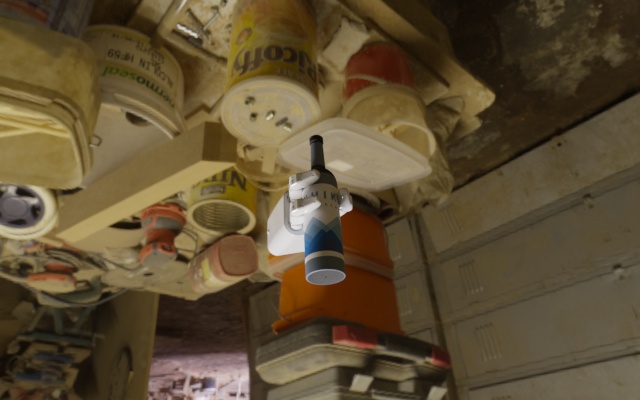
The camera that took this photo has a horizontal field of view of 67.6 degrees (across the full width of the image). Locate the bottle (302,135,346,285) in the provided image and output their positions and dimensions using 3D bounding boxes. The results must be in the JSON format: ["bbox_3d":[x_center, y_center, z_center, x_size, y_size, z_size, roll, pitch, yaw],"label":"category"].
[{"bbox_3d":[0.000,0.003,0.869,0.069,0.295,0.069,-3,-31,-2],"label":"bottle"}]
